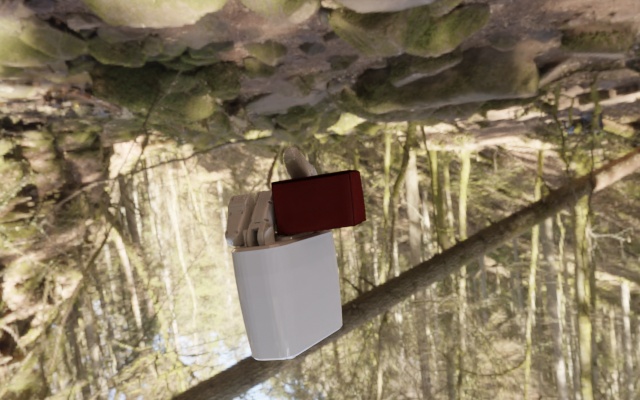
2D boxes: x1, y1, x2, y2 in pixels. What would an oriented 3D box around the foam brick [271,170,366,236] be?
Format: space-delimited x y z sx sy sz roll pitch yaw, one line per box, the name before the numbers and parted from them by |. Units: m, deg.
foam brick | 0.000 0.001 0.458 0.078 0.051 0.053 -8 1 18
